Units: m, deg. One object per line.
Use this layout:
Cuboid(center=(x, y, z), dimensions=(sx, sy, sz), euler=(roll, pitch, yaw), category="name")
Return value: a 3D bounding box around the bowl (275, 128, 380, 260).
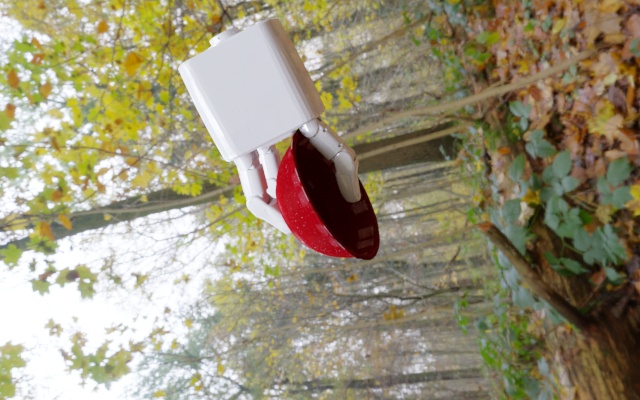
Cuboid(center=(0.000, 0.003, 0.528), dimensions=(0.055, 0.162, 0.162), euler=(-30, -13, 24), category="bowl")
